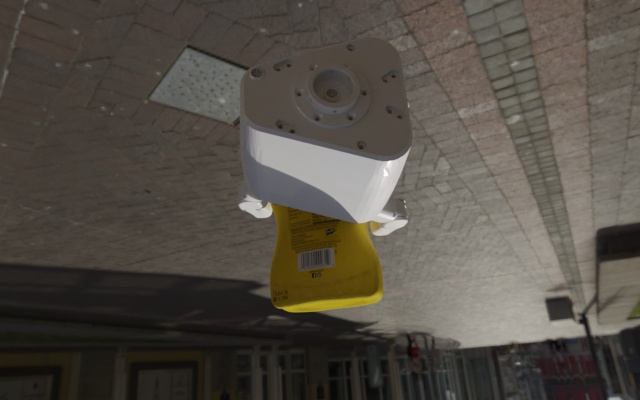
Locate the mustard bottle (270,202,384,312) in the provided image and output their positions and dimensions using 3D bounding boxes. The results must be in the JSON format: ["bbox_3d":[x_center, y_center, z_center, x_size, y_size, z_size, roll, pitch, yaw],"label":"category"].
[{"bbox_3d":[0.000,0.002,0.442,0.096,0.191,0.058,-11,-22,17],"label":"mustard bottle"}]
